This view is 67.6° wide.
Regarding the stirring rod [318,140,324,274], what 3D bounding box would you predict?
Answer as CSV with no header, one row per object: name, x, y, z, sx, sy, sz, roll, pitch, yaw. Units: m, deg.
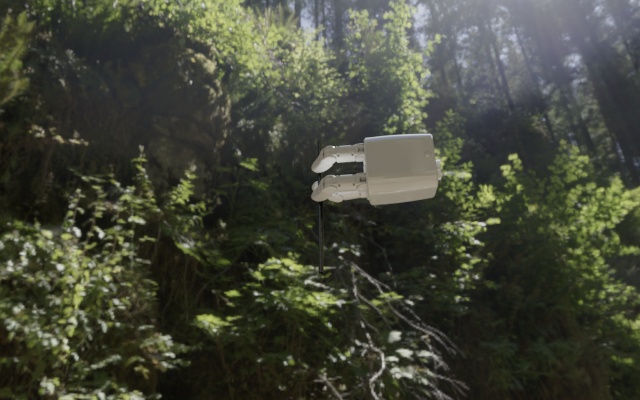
stirring rod,0.000,0.003,0.768,0.011,0.239,0.011,0,-29,0
